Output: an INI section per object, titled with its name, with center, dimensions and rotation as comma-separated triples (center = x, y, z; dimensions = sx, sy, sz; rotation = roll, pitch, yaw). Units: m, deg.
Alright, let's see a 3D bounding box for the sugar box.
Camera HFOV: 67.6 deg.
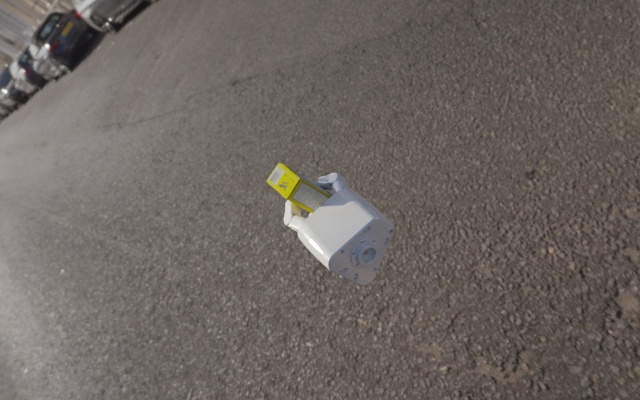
[sugar box]
center = 0.000, 0.003, 0.823
dimensions = 0.176, 0.048, 0.093
rotation = 33, 4, -34
